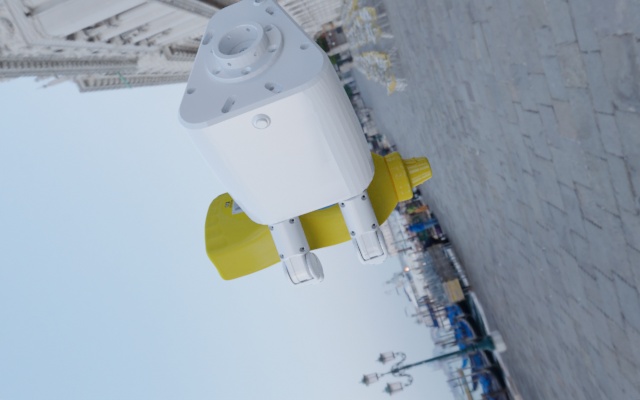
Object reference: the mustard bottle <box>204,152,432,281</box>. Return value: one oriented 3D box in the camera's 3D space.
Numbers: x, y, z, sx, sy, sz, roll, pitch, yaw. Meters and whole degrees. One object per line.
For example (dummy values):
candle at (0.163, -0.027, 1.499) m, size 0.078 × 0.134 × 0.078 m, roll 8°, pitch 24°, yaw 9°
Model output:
mustard bottle at (0.000, 0.002, 0.408) m, size 0.191 × 0.058 × 0.096 m, roll -19°, pitch 29°, yaw 8°
